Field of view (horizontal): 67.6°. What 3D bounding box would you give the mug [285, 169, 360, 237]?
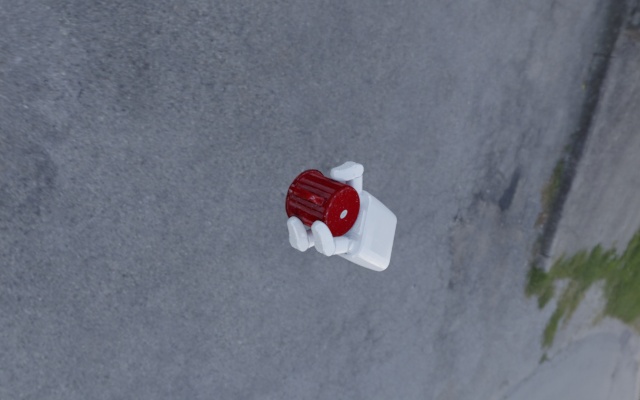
[{"bbox_3d":[-0.001,0.002,0.723,0.081,0.093,0.117,22,-6,40],"label":"mug"}]
